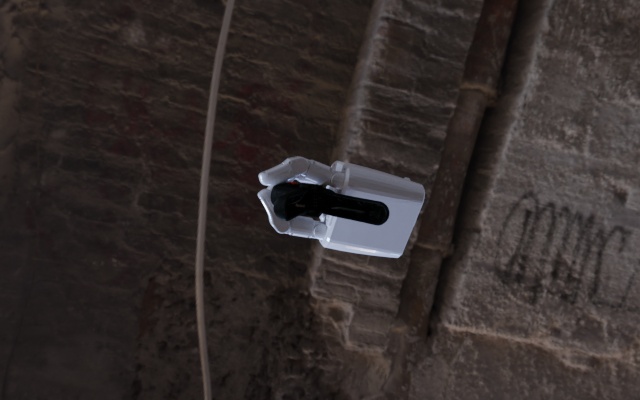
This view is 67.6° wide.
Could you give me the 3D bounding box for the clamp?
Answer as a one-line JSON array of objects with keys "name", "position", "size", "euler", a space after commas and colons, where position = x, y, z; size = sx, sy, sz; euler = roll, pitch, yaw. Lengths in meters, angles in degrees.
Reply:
[{"name": "clamp", "position": [0.000, 0.002, 0.537], "size": [0.120, 0.039, 0.171], "euler": [11, 7, -13]}]
